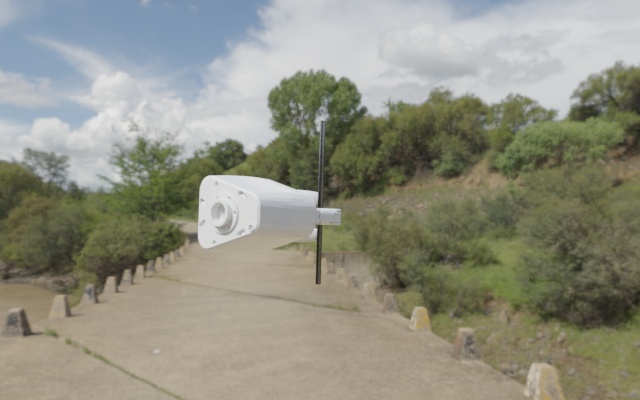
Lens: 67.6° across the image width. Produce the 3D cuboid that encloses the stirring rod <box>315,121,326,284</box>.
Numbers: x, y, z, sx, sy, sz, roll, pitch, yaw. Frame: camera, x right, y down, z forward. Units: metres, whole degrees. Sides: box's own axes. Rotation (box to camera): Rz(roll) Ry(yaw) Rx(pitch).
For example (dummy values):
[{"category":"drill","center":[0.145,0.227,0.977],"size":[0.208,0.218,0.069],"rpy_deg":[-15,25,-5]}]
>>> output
[{"category":"stirring rod","center":[0.000,0.002,0.704],"size":[0.011,0.239,0.011],"rpy_deg":[2,-2,0]}]
